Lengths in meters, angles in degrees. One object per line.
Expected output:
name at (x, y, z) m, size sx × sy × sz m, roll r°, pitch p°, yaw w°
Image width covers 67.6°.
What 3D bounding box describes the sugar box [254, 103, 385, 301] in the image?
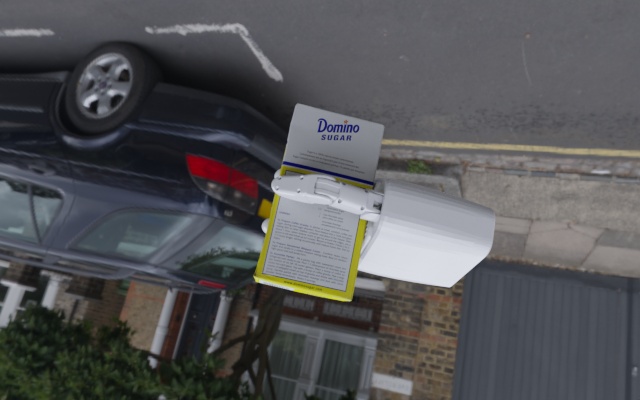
sugar box at (0.000, 0.002, 0.467) m, size 0.093 × 0.176 × 0.048 m, roll 14°, pitch -16°, yaw -4°
